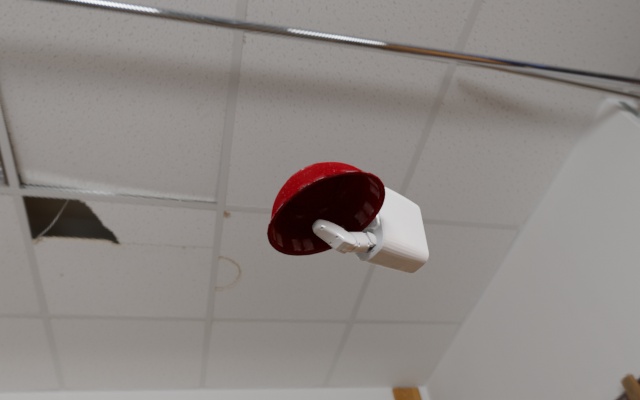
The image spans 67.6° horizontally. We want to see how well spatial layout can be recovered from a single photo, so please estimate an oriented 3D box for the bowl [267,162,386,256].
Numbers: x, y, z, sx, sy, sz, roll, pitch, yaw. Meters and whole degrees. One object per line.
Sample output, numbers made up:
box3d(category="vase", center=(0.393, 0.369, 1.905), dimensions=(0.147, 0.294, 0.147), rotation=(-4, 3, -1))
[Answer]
box3d(category="bowl", center=(-0.001, 0.001, 0.615), dimensions=(0.162, 0.055, 0.162), rotation=(-19, -34, -13))
